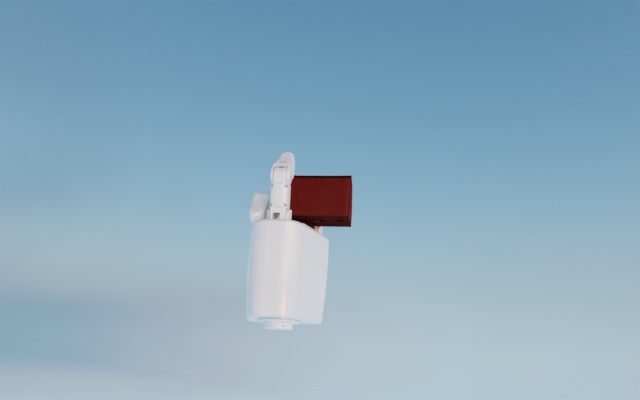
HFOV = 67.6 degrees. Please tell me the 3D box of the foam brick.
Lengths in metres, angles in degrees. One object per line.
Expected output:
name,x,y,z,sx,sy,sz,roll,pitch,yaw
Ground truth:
foam brick,0.000,0.002,0.583,0.078,0.051,0.053,0,-19,8
